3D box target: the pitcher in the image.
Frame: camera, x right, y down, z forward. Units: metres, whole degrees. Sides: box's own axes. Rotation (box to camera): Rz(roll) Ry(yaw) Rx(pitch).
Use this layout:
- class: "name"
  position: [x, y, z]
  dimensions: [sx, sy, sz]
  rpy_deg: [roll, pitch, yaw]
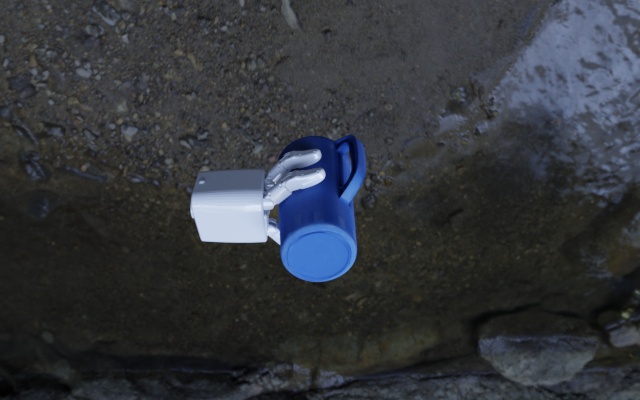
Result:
- class: "pitcher"
  position: [0.000, 0.003, 0.755]
  dimensions: [0.145, 0.149, 0.242]
  rpy_deg: [-1, 35, -3]
